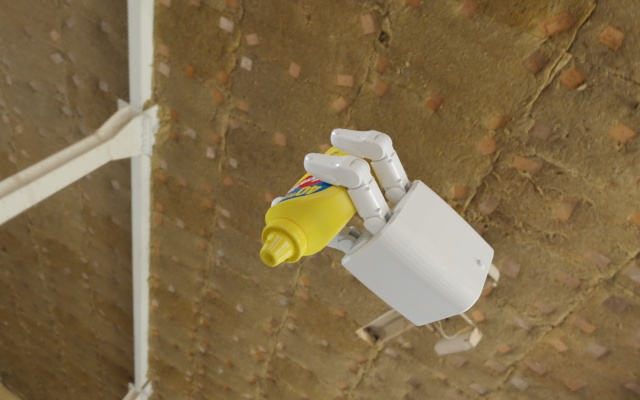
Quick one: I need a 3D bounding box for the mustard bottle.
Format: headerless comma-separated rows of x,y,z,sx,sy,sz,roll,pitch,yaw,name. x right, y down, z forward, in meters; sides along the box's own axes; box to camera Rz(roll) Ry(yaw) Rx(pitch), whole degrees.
0.000,0.001,0.473,0.096,0.058,0.191,-16,21,39,mustard bottle
